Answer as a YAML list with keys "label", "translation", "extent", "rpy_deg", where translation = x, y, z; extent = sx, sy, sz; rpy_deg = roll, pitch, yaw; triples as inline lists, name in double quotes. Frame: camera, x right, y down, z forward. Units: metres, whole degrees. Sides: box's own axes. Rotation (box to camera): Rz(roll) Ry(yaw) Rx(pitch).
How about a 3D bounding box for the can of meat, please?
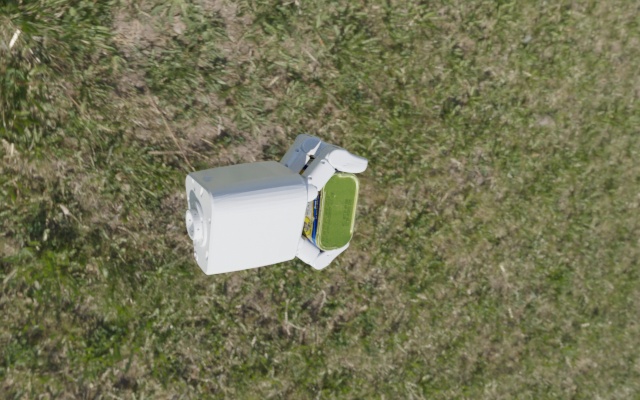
- label: "can of meat"
  translation: [0.000, 0.002, 0.589]
  extent: [0.057, 0.102, 0.084]
  rpy_deg: [-5, 21, -31]
